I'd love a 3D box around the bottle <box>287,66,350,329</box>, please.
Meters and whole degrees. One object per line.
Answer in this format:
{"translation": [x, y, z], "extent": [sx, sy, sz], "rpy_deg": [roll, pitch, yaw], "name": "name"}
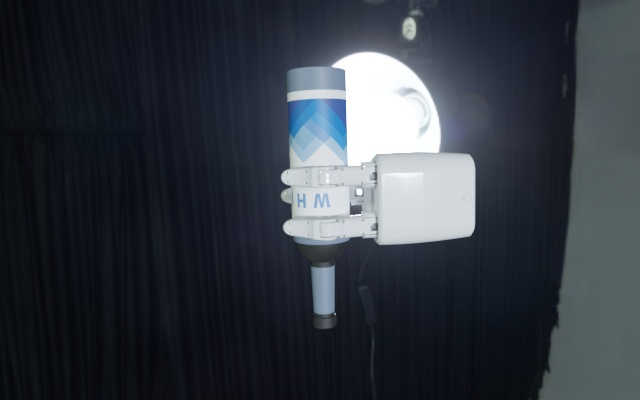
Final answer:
{"translation": [0.000, 0.002, 0.550], "extent": [0.069, 0.296, 0.069], "rpy_deg": [-2, 7, 0], "name": "bottle"}
